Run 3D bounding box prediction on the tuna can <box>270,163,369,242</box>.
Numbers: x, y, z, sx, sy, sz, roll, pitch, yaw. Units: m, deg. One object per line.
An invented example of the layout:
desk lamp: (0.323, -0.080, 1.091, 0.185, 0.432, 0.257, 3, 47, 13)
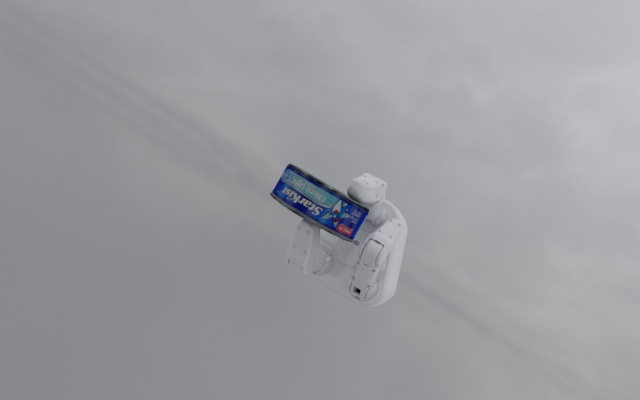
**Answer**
tuna can: (0.000, 0.001, 0.426, 0.086, 0.034, 0.086, 30, 3, -2)
